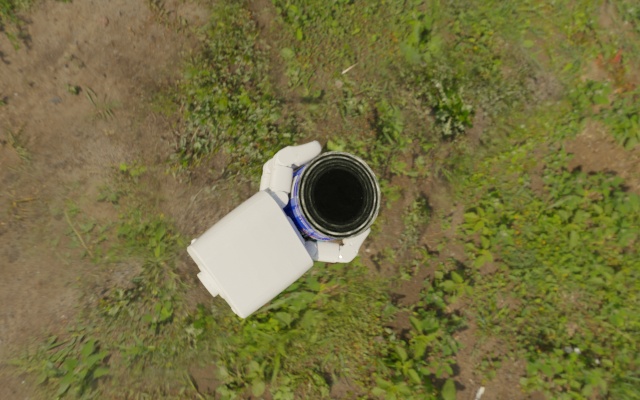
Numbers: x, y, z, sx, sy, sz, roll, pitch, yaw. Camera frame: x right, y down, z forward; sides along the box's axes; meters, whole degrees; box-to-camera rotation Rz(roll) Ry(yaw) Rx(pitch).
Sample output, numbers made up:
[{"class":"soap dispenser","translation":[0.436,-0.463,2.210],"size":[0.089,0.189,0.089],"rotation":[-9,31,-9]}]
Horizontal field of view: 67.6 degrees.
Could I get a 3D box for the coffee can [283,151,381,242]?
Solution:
[{"class":"coffee can","translation":[0.000,0.002,0.607],"size":[0.103,0.103,0.140],"rotation":[0,-7,-19]}]
